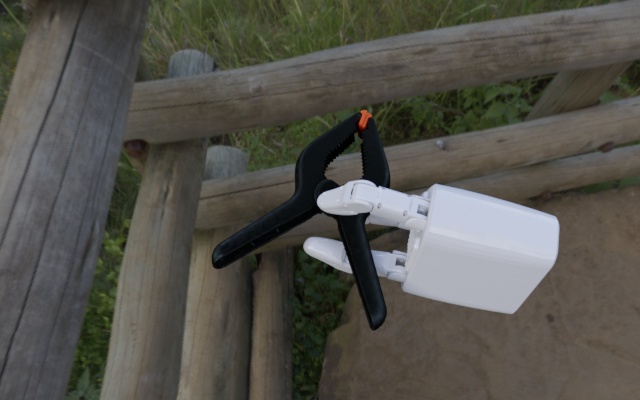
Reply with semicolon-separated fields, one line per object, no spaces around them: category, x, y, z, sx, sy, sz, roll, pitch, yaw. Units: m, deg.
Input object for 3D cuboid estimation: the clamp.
clamp;0.000;0.001;0.457;0.164;0.210;0.036;14;-23;4
